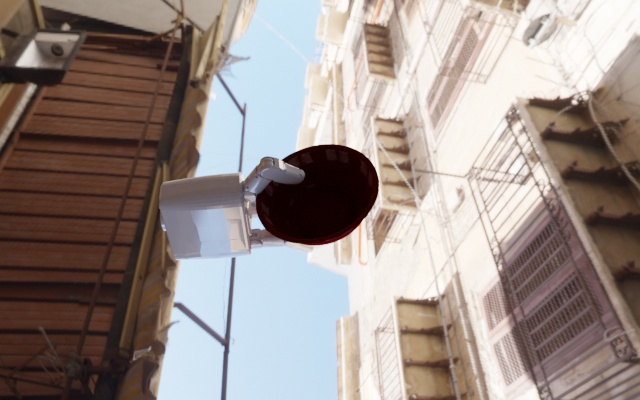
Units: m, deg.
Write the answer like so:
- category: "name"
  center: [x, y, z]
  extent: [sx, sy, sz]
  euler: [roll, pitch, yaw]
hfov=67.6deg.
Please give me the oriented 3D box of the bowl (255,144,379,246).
- category: "bowl"
  center: [0.001, 0.002, 0.623]
  extent: [0.162, 0.162, 0.055]
  euler: [0, -38, 18]
